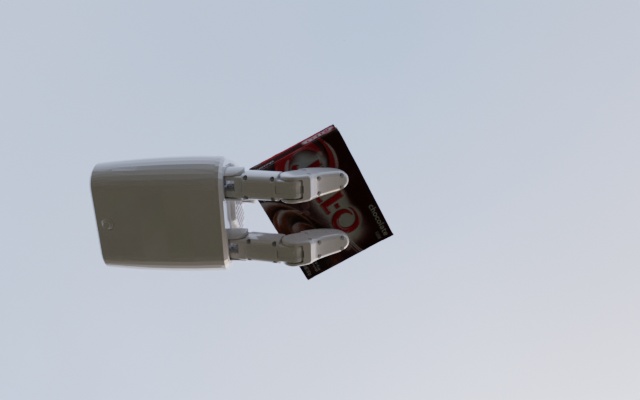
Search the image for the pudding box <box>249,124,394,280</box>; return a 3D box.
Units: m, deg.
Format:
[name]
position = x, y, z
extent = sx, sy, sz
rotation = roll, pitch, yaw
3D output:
[pudding box]
position = 0.000, 0.001, 0.431
extent = 0.090, 0.113, 0.039
rotation = -28, 18, 5
